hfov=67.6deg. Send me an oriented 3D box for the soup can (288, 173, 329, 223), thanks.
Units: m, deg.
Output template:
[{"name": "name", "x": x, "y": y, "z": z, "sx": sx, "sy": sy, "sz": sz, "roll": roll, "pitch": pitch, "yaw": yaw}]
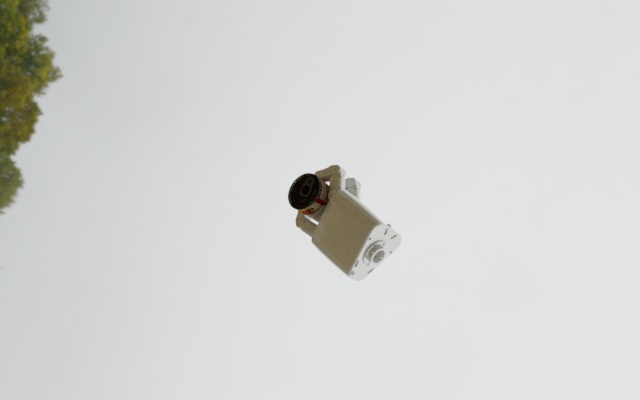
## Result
[{"name": "soup can", "x": 0.000, "y": 0.003, "z": 0.843, "sx": 0.068, "sy": 0.068, "sz": 0.102, "roll": 0, "pitch": -22, "yaw": 38}]
